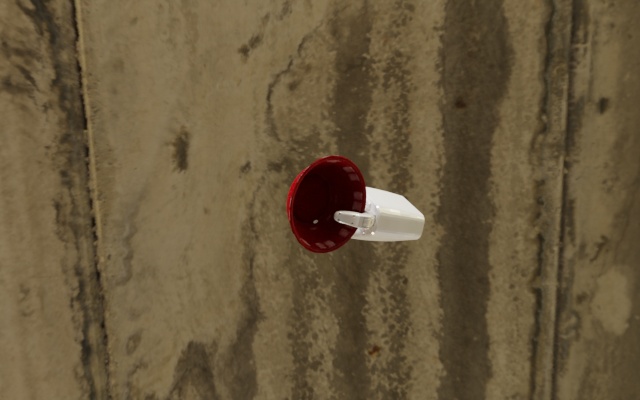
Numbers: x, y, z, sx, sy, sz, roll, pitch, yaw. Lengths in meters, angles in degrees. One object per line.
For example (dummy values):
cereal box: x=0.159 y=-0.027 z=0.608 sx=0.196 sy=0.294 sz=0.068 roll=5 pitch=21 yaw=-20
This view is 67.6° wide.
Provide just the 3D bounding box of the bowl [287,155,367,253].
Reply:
bowl: x=-0.001 y=0.002 z=0.788 sx=0.162 sy=0.162 sz=0.055 roll=0 pitch=12 yaw=-40
